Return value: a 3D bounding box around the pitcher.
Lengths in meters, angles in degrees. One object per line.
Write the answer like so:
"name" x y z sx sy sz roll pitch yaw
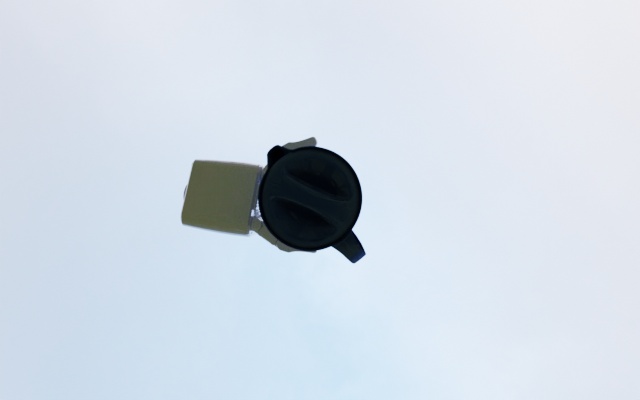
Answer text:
"pitcher" 0.000 0.002 0.715 0.145 0.149 0.243 5 3 4
